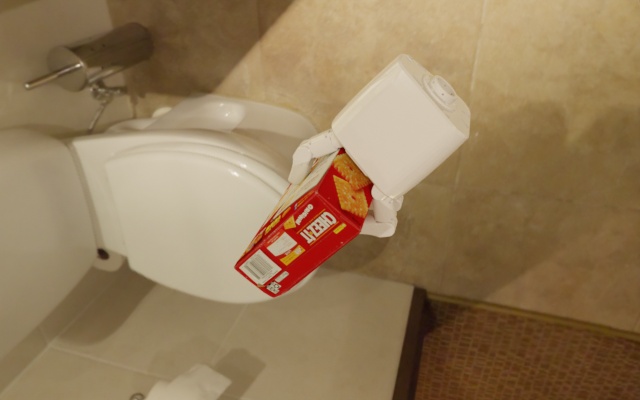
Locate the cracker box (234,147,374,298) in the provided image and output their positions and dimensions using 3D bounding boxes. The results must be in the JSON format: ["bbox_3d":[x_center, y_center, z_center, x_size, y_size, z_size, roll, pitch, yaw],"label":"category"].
[{"bbox_3d":[0.000,0.002,0.602,0.164,0.072,0.213,-42,11,34],"label":"cracker box"}]
